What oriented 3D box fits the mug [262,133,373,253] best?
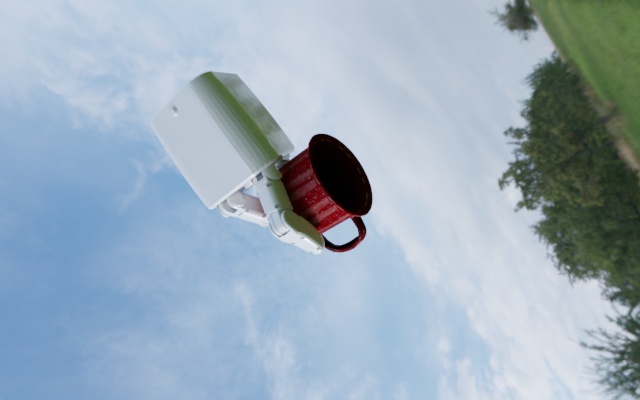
[{"bbox_3d":[0.001,0.003,0.490,0.081,0.117,0.093,-33,5,32],"label":"mug"}]
